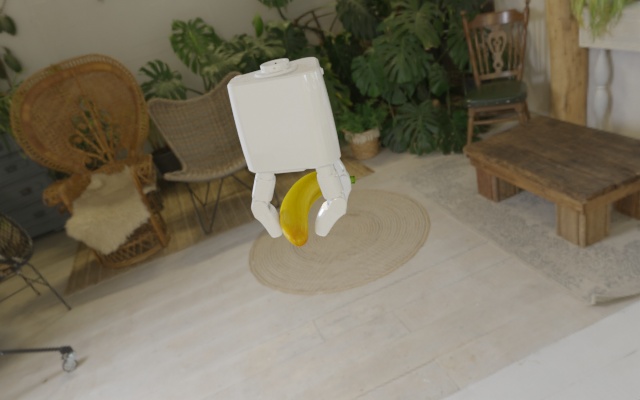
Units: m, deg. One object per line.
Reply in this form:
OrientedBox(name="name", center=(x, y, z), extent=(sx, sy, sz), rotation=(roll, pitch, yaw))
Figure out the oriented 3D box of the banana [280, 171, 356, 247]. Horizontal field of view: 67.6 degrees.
OrientedBox(name="banana", center=(-0.016, 0.000, 0.648), extent=(0.069, 0.037, 0.197), rotation=(2, 28, 24))
